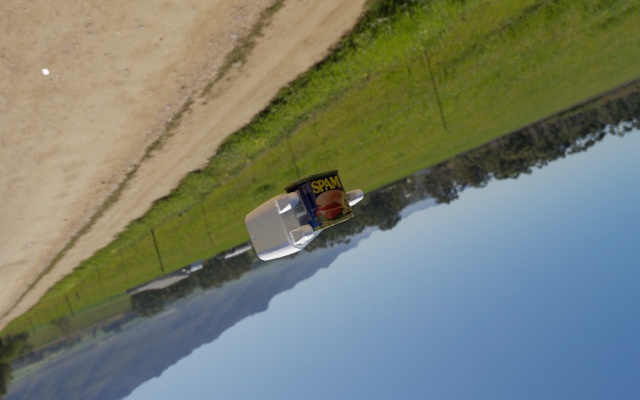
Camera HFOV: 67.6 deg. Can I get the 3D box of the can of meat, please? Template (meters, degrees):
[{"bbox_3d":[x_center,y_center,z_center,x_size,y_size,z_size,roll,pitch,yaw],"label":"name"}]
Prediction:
[{"bbox_3d":[0.000,0.003,0.771,0.057,0.084,0.102,-24,-5,41],"label":"can of meat"}]
